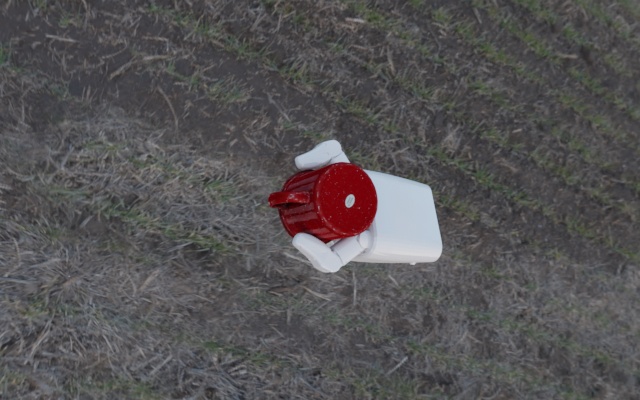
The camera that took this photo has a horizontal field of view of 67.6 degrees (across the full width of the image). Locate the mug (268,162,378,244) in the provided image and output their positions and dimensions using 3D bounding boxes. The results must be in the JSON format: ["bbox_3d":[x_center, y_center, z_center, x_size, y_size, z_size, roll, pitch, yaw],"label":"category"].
[{"bbox_3d":[-0.001,0.001,0.531,0.117,0.093,0.081,8,-12,-28],"label":"mug"}]
